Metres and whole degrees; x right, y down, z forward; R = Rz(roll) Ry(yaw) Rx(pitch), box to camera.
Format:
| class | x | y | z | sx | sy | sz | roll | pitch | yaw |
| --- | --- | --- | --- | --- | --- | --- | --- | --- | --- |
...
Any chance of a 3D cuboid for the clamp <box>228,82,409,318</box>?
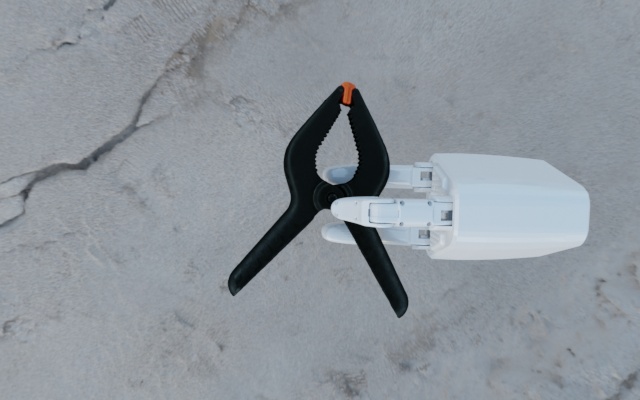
| class | x | y | z | sx | sy | sz | roll | pitch | yaw |
| --- | --- | --- | --- | --- | --- | --- | --- | --- | --- |
| clamp | 0.000 | 0.001 | 0.427 | 0.164 | 0.210 | 0.036 | 1 | 5 | -2 |
